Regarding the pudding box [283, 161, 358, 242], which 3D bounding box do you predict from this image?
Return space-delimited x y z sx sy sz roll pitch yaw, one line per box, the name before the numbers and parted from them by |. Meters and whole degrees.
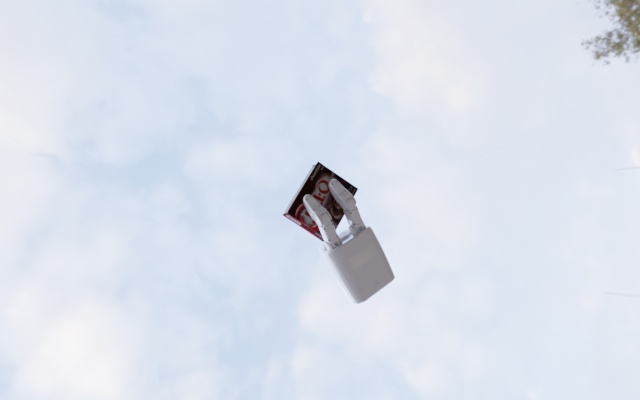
pudding box | 0.000 0.003 0.841 0.090 0.113 0.039 34 -19 -13
